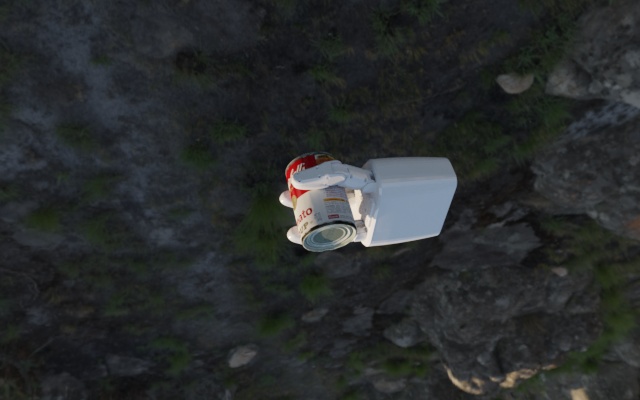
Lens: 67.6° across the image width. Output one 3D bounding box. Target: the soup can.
[{"bbox_3d":[0.000,0.002,0.575,0.068,0.102,0.068,-10,-31,-6],"label":"soup can"}]
